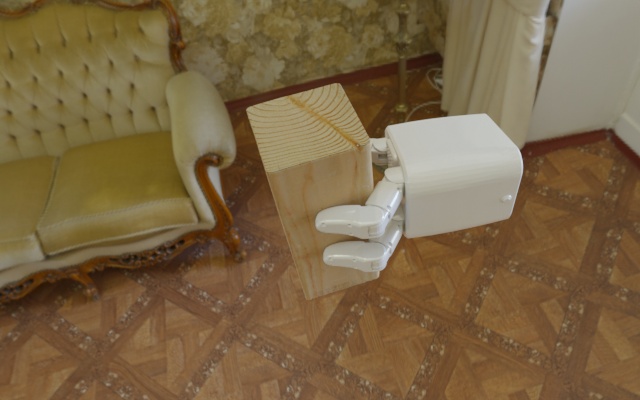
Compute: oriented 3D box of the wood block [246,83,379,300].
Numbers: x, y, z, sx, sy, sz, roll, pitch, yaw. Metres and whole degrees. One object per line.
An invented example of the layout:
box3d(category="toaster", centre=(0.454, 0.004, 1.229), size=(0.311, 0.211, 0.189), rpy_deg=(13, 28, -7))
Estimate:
box3d(category="wood block", centre=(0.000, 0.001, 0.480), size=(0.090, 0.090, 0.206), rpy_deg=(-17, -41, -5))
